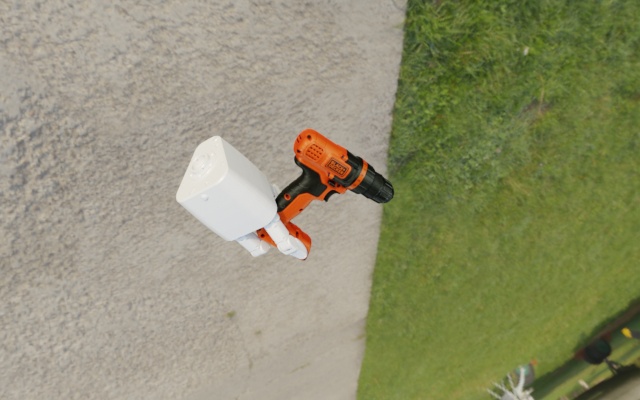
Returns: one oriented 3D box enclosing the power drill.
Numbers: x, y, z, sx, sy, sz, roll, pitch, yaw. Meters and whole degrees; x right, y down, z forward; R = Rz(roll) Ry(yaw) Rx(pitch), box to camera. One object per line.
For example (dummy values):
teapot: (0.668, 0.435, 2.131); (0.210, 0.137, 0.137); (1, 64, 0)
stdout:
power drill: (0.000, 0.003, 0.745); (0.184, 0.188, 0.057); (31, 17, -24)
